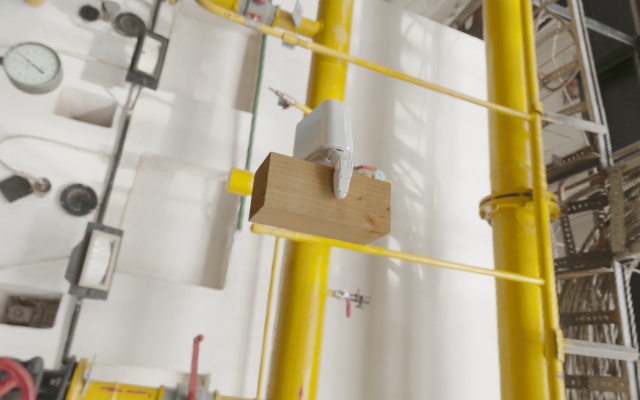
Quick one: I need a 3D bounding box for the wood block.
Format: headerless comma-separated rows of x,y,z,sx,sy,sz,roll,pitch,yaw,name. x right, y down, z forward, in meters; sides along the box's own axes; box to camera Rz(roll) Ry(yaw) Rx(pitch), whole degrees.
0.000,0.002,0.760,0.206,0.090,0.091,13,-24,-19,wood block
